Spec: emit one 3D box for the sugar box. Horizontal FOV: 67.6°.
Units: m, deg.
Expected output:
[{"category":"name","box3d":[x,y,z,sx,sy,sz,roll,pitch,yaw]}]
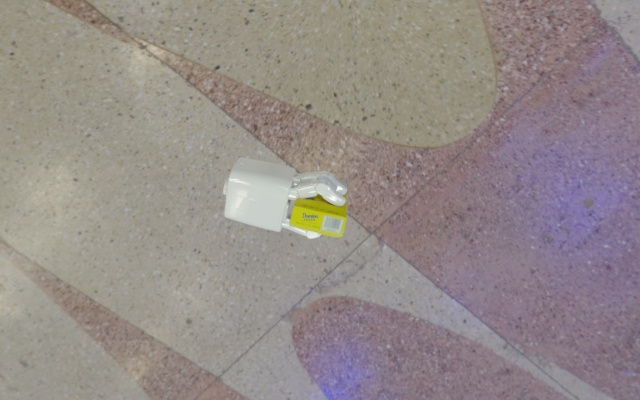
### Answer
[{"category":"sugar box","box3d":[0.000,0.002,0.873,0.093,0.048,0.176,14,24,-3]}]
